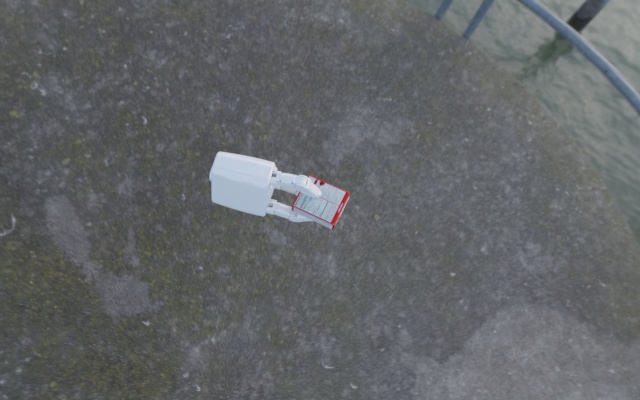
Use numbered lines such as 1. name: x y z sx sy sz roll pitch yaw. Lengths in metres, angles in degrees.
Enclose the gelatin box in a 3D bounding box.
1. gelatin box: 0.000 0.003 0.897 0.089 0.073 0.030 24 -23 8
